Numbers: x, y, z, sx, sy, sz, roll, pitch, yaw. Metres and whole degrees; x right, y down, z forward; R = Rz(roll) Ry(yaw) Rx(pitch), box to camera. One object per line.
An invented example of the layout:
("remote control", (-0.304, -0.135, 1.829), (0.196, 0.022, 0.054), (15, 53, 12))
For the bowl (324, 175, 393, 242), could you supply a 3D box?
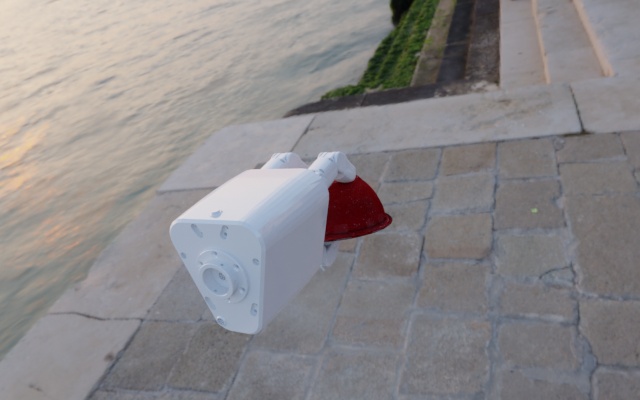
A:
("bowl", (0.000, 0.001, 0.550), (0.162, 0.055, 0.162), (-4, 10, 1))
